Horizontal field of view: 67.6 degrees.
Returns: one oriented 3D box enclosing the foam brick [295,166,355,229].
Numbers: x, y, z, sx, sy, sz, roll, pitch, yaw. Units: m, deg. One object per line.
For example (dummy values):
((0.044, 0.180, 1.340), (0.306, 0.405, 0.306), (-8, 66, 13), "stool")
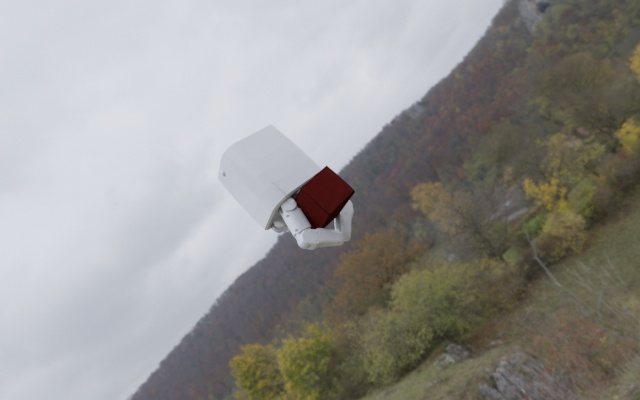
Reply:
((0.000, 0.002, 0.629), (0.053, 0.051, 0.078), (-41, -8, -29), "foam brick")
